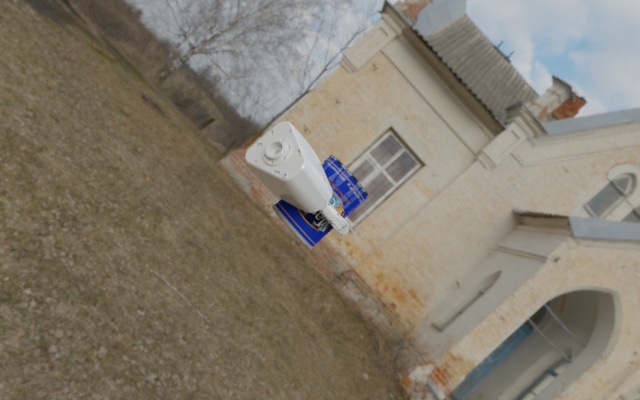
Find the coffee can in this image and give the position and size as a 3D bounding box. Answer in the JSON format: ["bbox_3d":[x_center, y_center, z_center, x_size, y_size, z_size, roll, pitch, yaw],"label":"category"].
[{"bbox_3d":[0.000,0.003,0.847,0.140,0.103,0.103,-42,1,-2],"label":"coffee can"}]
